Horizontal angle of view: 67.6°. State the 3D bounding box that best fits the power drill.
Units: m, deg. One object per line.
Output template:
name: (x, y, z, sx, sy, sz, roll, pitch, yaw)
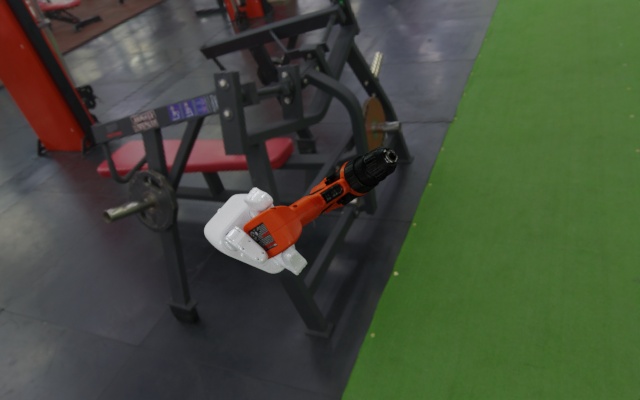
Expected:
power drill: (0.000, 0.002, 0.644, 0.187, 0.057, 0.184, -31, -2, -37)
